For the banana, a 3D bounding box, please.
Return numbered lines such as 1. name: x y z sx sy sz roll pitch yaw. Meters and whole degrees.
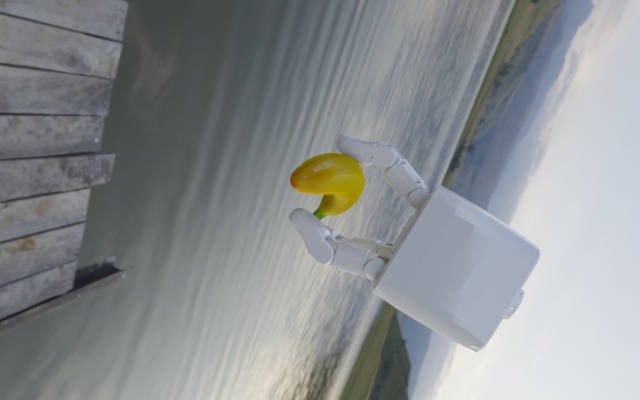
1. banana: 0.013 -0.011 0.454 0.037 0.069 0.198 42 -7 12
